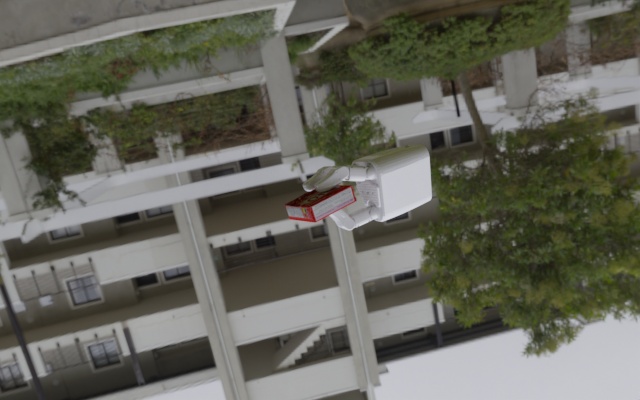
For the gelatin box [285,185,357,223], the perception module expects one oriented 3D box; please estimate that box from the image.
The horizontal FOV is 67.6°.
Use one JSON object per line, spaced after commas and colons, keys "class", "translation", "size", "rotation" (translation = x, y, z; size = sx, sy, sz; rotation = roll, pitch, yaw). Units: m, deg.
{"class": "gelatin box", "translation": [0.000, 0.003, 0.755], "size": [0.089, 0.030, 0.073], "rotation": [-28, 18, -31]}
